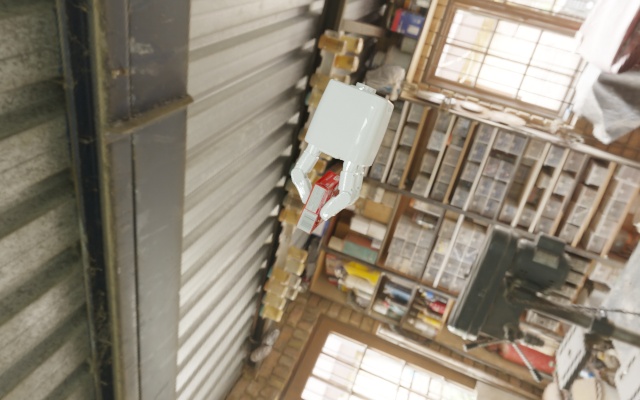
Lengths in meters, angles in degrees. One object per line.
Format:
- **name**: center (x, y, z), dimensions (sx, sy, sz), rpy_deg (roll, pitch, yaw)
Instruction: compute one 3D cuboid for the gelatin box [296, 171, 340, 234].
- **gelatin box**: center (0.000, 0.003, 0.783), dimensions (0.030, 0.089, 0.073), rpy_deg (29, 25, 10)
